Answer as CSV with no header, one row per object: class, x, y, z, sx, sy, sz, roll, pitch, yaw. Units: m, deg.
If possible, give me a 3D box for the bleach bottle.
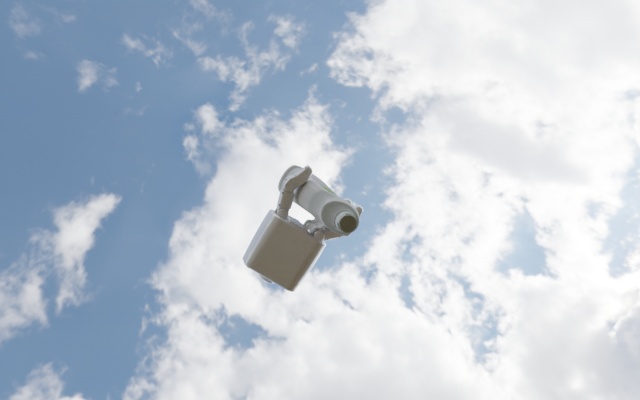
bleach bottle,0.000,0.003,0.838,0.102,0.068,0.250,30,3,-21
